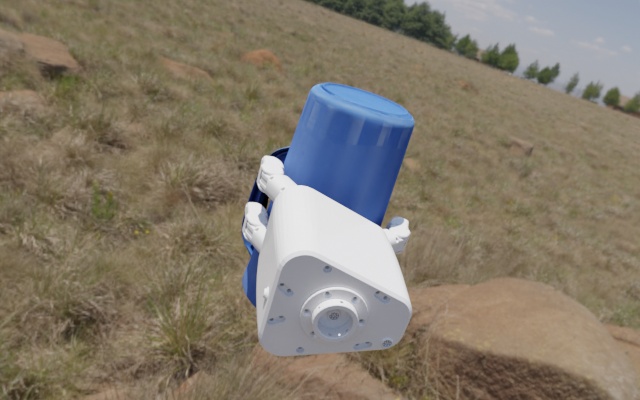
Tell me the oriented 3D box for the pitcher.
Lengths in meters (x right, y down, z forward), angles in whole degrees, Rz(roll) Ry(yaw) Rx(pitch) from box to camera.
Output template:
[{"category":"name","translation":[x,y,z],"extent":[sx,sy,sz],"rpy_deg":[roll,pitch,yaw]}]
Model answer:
[{"category":"pitcher","translation":[0.000,0.002,0.515],"extent":[0.149,0.243,0.145],"rpy_deg":[15,23,-9]}]
